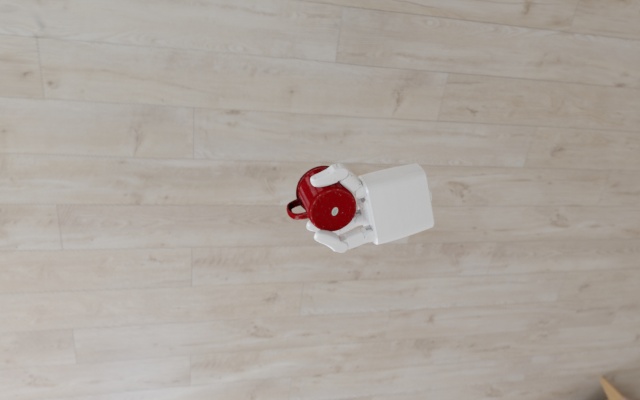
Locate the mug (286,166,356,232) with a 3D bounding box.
[{"bbox_3d":[-0.001,0.003,0.799,0.117,0.093,0.081,-16,30,-7],"label":"mug"}]
